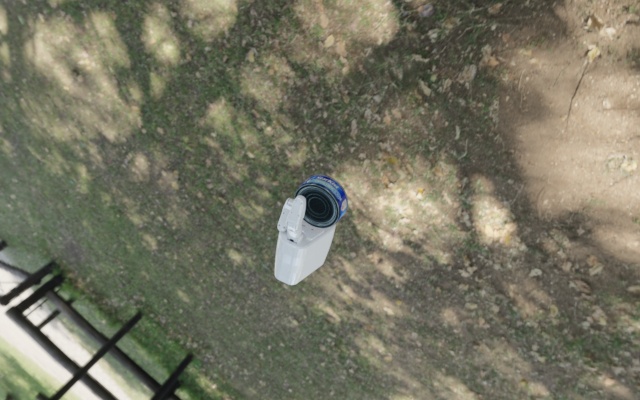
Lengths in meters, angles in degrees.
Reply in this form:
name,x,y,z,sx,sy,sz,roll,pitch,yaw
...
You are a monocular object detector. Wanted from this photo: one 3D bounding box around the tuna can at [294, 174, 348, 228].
name,x,y,z,sx,sy,sz,roll,pitch,yaw
tuna can,0.000,0.003,0.785,0.086,0.086,0.033,0,28,30
